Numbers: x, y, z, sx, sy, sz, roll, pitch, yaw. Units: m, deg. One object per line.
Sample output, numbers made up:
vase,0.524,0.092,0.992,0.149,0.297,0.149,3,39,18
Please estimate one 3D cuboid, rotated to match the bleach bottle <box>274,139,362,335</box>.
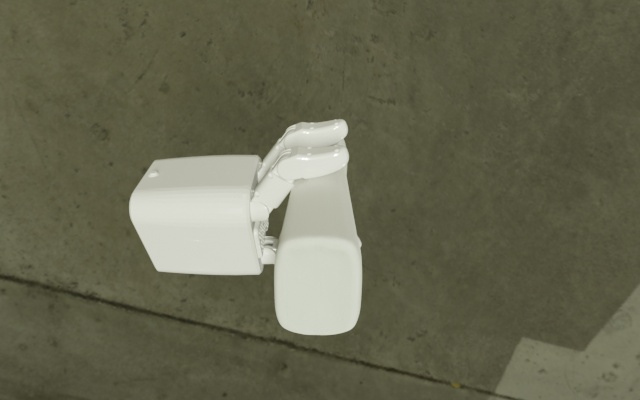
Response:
bleach bottle,0.000,0.001,0.464,0.068,0.103,0.250,1,32,0
